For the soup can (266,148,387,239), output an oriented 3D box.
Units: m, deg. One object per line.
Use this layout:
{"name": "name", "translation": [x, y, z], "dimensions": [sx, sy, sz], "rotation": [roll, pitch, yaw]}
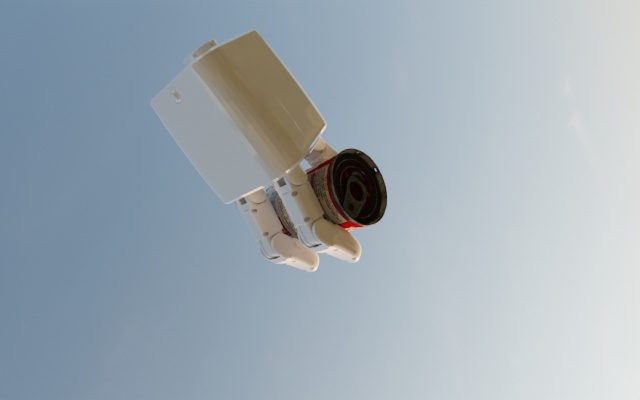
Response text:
{"name": "soup can", "translation": [0.000, 0.002, 0.436], "dimensions": [0.068, 0.068, 0.102], "rotation": [0, -15, -44]}
